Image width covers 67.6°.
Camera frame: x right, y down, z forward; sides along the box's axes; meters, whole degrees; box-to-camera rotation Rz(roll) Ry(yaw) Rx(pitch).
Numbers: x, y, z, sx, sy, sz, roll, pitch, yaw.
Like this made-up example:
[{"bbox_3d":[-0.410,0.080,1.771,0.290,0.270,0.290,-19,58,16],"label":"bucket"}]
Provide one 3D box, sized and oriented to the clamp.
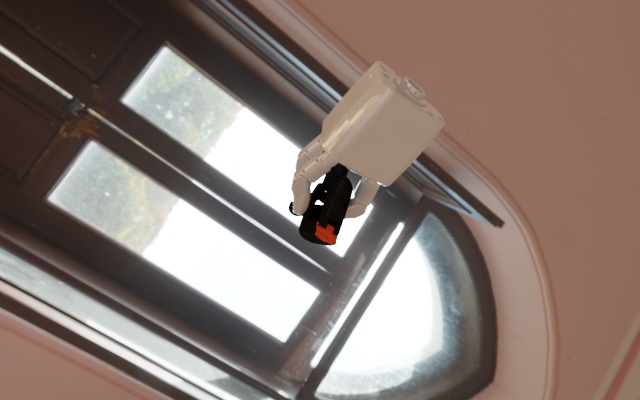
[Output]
[{"bbox_3d":[0.001,0.003,0.631,0.036,0.165,0.209,31,28,-15],"label":"clamp"}]
